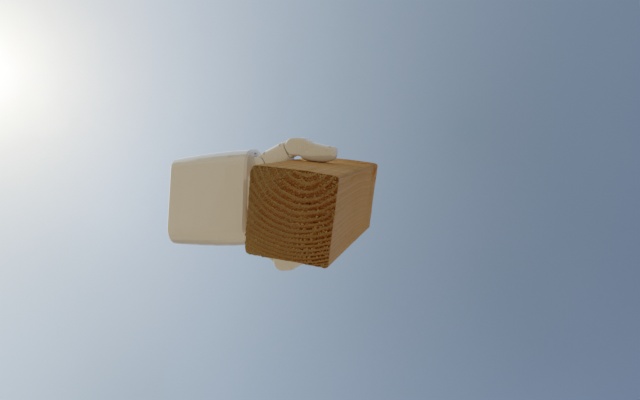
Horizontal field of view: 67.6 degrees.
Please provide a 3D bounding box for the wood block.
[{"bbox_3d":[0.000,0.001,0.549,0.090,0.091,0.206,8,10,15],"label":"wood block"}]
